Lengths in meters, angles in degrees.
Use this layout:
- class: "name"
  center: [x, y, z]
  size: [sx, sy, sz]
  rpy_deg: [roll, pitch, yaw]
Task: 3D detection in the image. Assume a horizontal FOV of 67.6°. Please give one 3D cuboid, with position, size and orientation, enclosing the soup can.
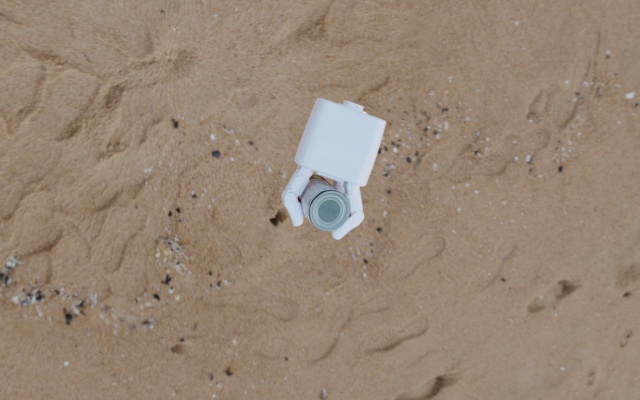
- class: "soup can"
  center: [0.000, 0.003, 0.766]
  size: [0.068, 0.068, 0.102]
  rpy_deg: [0, 16, -18]
